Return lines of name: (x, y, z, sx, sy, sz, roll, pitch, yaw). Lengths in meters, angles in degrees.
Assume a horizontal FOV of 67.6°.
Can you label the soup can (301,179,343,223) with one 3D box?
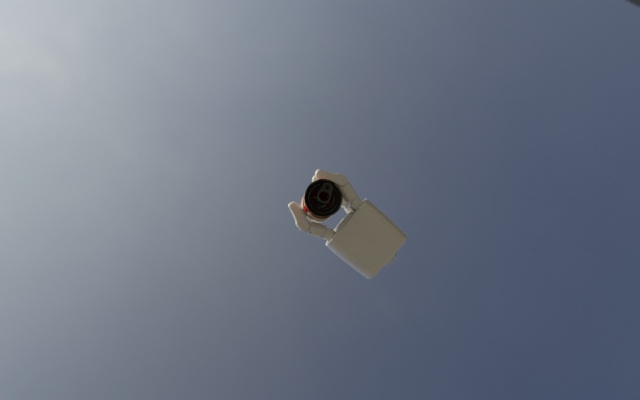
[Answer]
soup can: (0.000, 0.003, 0.878, 0.068, 0.068, 0.102, 0, -8, -6)
